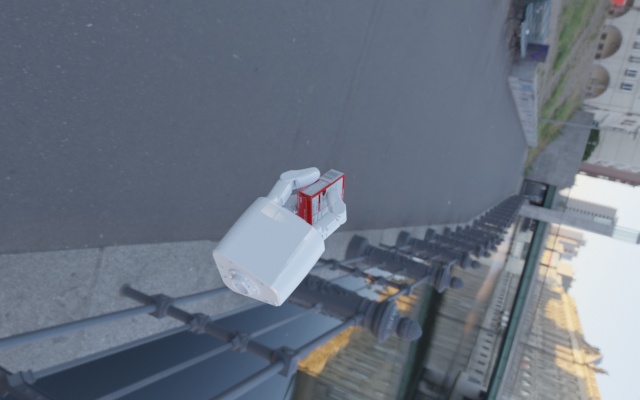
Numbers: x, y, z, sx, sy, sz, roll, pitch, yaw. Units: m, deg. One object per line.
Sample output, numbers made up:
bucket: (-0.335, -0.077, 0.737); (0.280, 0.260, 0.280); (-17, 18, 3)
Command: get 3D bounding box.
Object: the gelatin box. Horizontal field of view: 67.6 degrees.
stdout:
gelatin box: (0.001, 0.002, 0.736); (0.030, 0.073, 0.089); (24, 40, 29)
